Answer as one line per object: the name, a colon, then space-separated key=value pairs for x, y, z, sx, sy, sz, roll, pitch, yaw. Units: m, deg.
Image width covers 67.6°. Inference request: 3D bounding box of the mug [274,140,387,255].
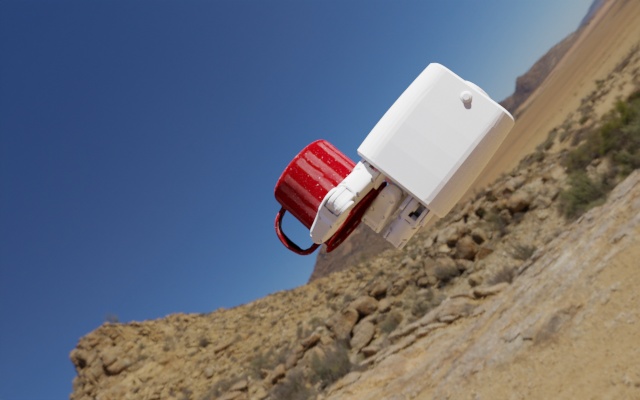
mug: x=-0.001 y=0.003 z=0.490 sx=0.081 sy=0.117 sz=0.093 roll=40 pitch=7 yaw=11
